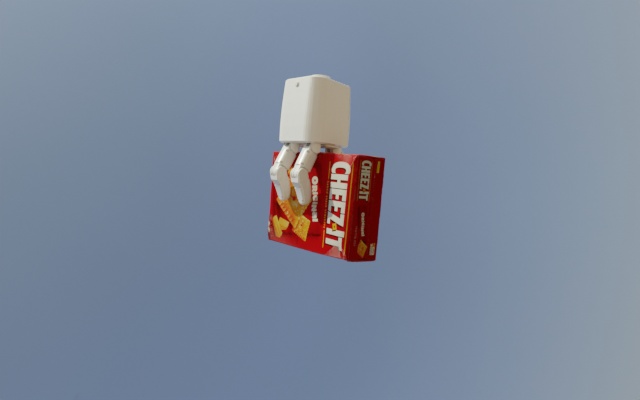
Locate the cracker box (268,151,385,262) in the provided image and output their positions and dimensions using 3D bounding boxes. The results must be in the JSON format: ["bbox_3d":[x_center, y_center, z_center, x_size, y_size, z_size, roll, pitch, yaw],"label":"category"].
[{"bbox_3d":[0.000,0.003,0.800,0.072,0.164,0.213,2,5,-41],"label":"cracker box"}]
